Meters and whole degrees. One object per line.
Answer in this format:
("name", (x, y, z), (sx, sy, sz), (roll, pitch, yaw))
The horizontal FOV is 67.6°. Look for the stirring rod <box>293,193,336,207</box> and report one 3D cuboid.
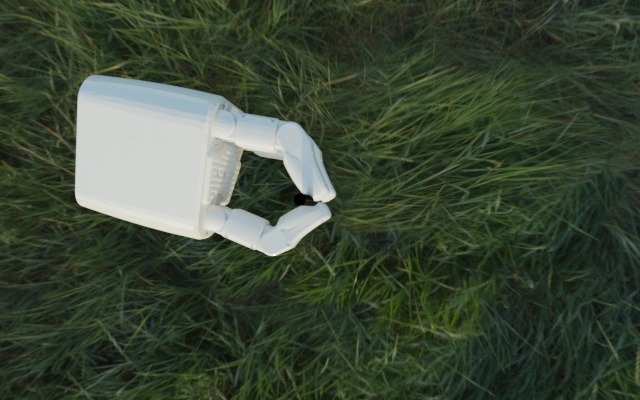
("stirring rod", (0.000, 0.001, 0.421), (0.011, 0.011, 0.239), (0, -1, 6))
